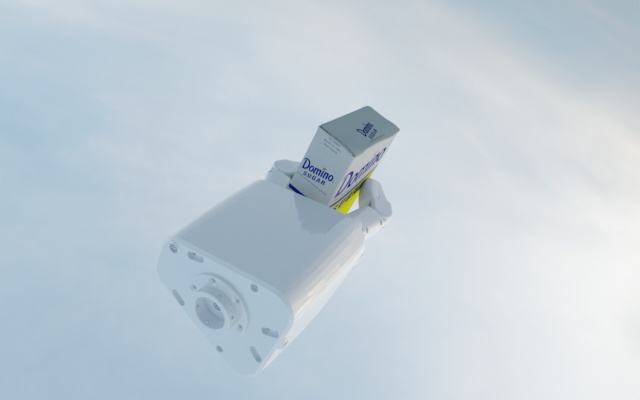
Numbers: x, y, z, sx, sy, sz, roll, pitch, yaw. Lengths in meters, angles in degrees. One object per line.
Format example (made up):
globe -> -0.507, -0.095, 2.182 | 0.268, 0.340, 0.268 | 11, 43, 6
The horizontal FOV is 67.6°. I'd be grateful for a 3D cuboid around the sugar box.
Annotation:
sugar box -> 0.000, 0.002, 0.447 | 0.048, 0.176, 0.093 | 41, 36, 12
